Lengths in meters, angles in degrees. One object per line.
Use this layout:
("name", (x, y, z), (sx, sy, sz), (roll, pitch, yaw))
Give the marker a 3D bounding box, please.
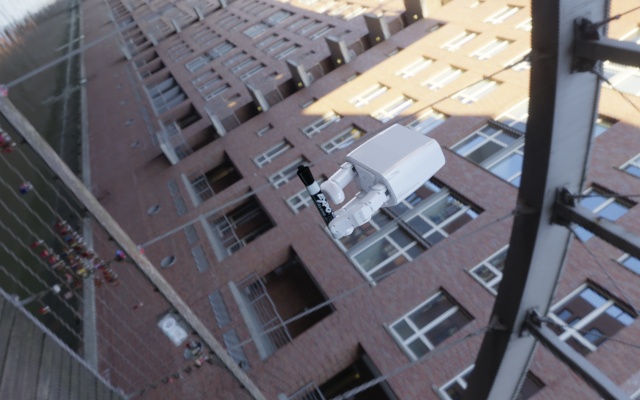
("marker", (0.000, 0.002, 0.665), (0.020, 0.121, 0.020), (-24, 24, 12))
